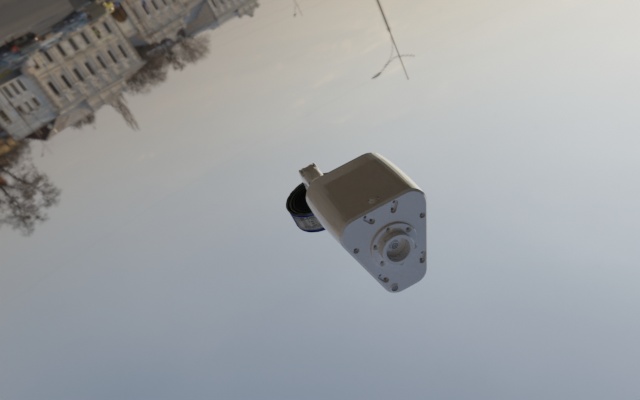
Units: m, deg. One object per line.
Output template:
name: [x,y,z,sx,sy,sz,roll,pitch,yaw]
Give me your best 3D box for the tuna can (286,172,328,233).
tuna can: [0.000,0.002,0.623,0.086,0.034,0.086,-20,32,13]
